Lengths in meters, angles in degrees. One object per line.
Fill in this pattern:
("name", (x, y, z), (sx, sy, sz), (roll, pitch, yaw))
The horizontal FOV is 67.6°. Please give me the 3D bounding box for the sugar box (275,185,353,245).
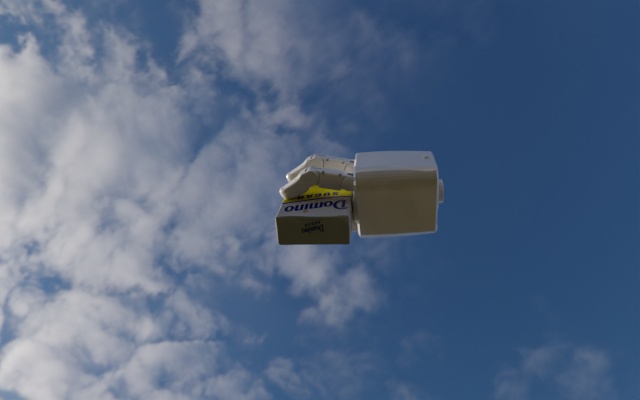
("sugar box", (0.000, 0.002, 0.662), (0.093, 0.048, 0.176), (-1, 21, 7))
